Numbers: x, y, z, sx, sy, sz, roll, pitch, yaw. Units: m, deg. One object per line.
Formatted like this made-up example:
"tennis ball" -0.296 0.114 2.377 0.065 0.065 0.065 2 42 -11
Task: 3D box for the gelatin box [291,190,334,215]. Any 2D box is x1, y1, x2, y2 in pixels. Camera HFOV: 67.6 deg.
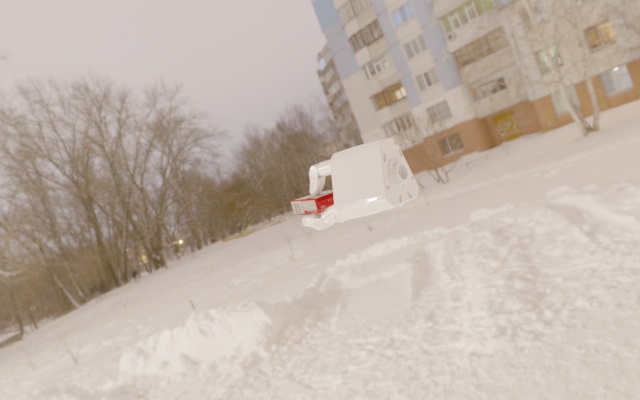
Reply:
"gelatin box" 0.000 0.002 0.874 0.073 0.030 0.089 -19 7 -33
